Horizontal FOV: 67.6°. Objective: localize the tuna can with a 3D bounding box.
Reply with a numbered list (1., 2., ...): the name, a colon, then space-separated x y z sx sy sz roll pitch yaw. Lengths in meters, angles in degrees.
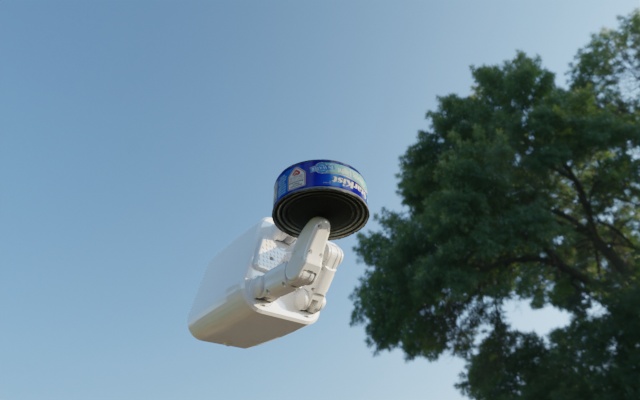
1. tuna can: 0.000 0.001 0.427 0.086 0.033 0.086 -1 -34 0
